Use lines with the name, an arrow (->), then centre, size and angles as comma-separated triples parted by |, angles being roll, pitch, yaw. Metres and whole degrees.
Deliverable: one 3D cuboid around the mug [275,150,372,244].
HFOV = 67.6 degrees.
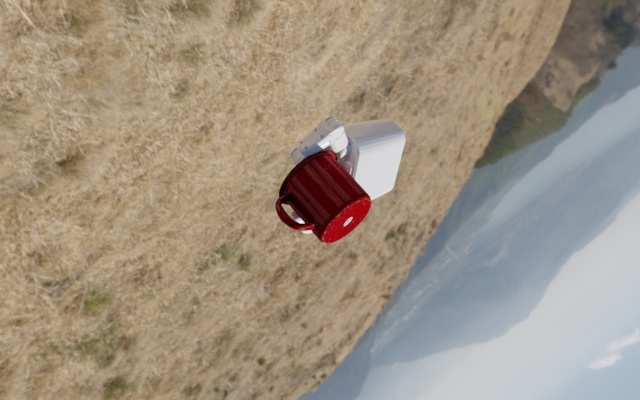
mug -> -0.001, 0.002, 0.584 | 0.117, 0.081, 0.093 | -22, -30, -37
